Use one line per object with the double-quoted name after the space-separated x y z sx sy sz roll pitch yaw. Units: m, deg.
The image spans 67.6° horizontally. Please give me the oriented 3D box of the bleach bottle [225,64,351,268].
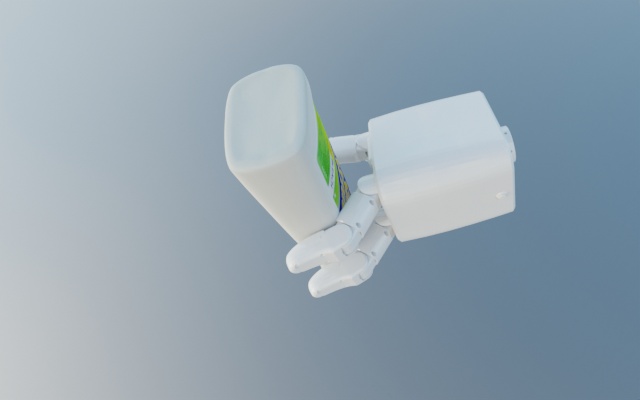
0.000 0.002 0.443 0.068 0.102 0.251 -14 -35 14 "bleach bottle"
